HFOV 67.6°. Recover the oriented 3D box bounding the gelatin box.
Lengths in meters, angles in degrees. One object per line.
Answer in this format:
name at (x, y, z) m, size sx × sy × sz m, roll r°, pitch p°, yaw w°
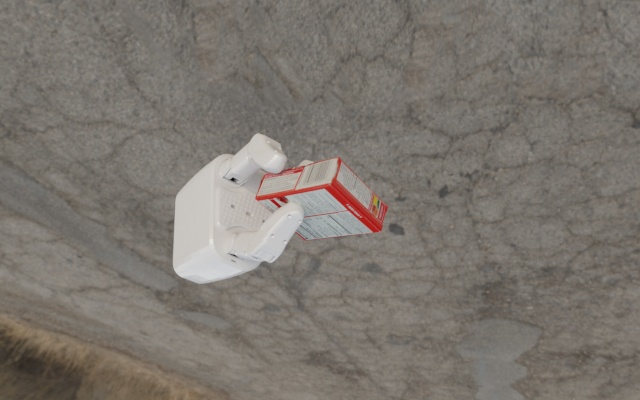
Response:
gelatin box at (0.000, 0.002, 0.407) m, size 0.089 × 0.030 × 0.073 m, roll -9°, pitch -39°, yaw 41°
